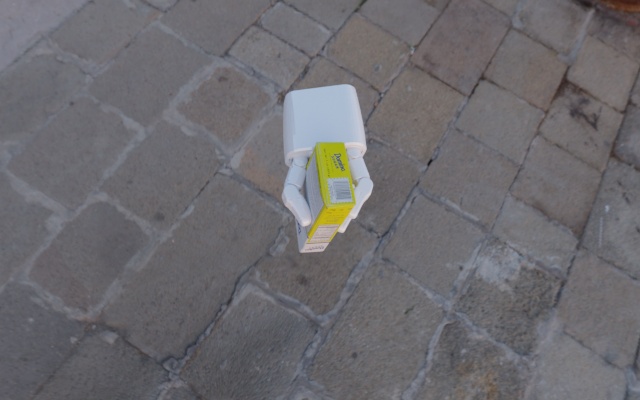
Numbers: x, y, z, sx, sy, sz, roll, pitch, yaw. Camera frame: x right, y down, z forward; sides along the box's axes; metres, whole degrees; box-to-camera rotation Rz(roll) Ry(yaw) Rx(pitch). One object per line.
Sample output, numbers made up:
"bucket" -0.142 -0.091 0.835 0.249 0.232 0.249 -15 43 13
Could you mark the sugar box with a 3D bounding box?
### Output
"sugar box" 0.001 0.002 0.674 0.048 0.093 0.176 -3 -23 -13
